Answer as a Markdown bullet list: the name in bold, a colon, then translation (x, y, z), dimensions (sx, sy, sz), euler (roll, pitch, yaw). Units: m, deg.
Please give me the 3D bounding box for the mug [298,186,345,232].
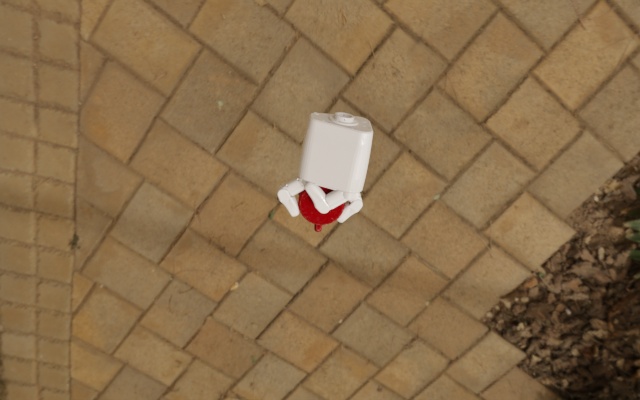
- **mug**: translation (0.000, 0.004, 0.869), dimensions (0.093, 0.117, 0.081), euler (8, 25, -3)
